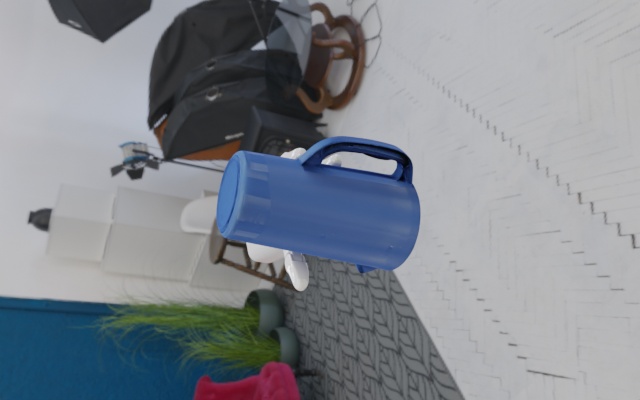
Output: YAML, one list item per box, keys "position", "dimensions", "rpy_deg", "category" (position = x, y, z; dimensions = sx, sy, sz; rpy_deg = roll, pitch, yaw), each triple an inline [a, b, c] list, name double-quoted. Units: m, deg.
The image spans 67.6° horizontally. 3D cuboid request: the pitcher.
- position: [0.000, 0.002, 0.615]
  dimensions: [0.243, 0.149, 0.145]
  rpy_deg: [11, -21, -24]
  category: "pitcher"
